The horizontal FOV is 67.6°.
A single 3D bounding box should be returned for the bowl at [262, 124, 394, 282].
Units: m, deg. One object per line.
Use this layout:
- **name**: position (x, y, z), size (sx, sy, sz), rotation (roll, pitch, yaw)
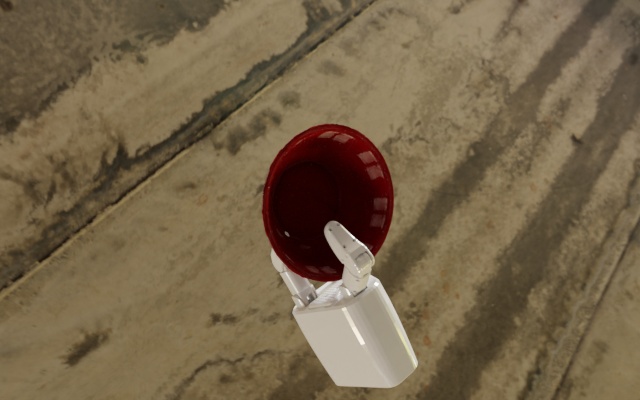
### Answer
- **bowl**: position (0.000, 0.000, 0.508), size (0.162, 0.162, 0.055), rotation (0, 4, -33)
